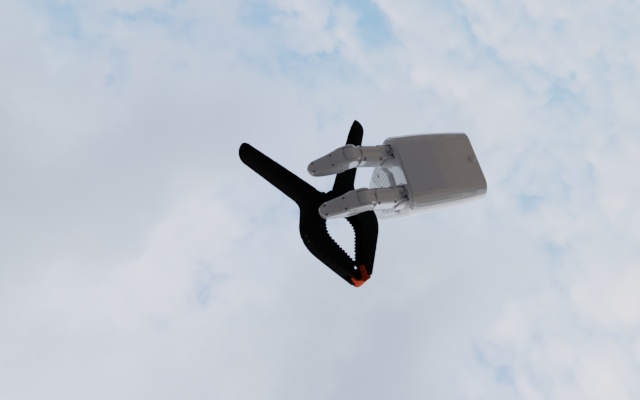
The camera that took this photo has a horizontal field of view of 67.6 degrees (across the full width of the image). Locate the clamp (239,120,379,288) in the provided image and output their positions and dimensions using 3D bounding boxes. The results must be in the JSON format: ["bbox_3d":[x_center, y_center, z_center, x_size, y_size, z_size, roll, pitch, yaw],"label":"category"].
[{"bbox_3d":[0.000,0.003,0.561,0.164,0.210,0.036,-9,-22,-17],"label":"clamp"}]
